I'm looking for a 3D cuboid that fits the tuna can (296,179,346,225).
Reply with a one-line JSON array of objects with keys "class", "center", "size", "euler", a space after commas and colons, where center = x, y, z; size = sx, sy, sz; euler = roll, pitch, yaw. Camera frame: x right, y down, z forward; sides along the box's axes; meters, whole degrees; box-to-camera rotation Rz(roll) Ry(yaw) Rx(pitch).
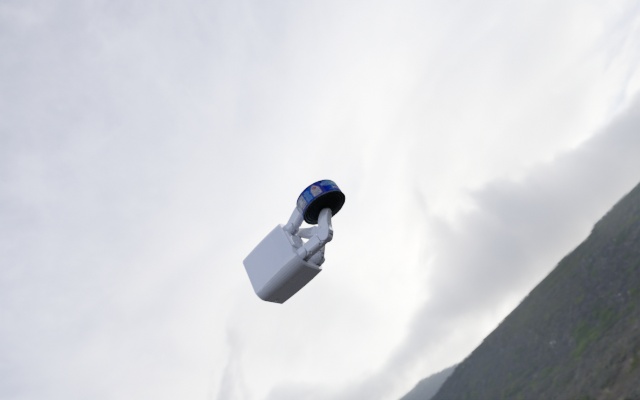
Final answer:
[{"class": "tuna can", "center": [0.000, 0.002, 0.848], "size": [0.086, 0.033, 0.086], "euler": [-24, -33, -17]}]
